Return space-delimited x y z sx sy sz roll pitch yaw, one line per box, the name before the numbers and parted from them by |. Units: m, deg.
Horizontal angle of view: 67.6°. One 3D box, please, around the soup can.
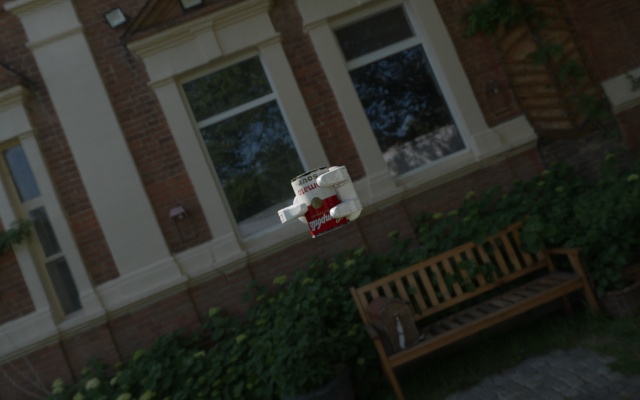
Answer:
soup can | 0.000 0.002 0.793 0.068 0.102 0.068 -22 -2 -1
